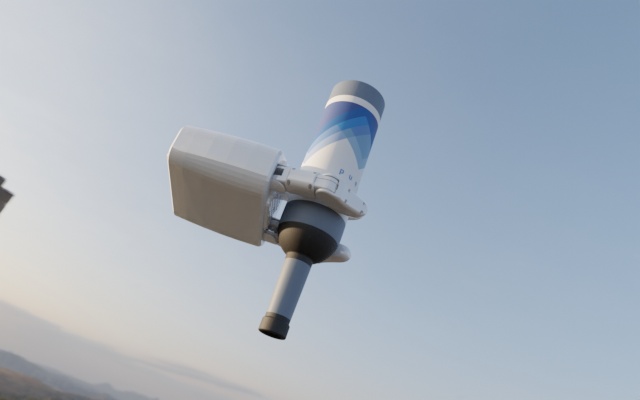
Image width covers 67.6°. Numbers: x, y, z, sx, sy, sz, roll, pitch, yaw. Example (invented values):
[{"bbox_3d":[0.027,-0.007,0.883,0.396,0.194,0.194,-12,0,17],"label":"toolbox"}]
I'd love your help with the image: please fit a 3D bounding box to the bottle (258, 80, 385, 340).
[{"bbox_3d":[0.000,0.001,0.509,0.069,0.295,0.069,16,-27,8],"label":"bottle"}]
